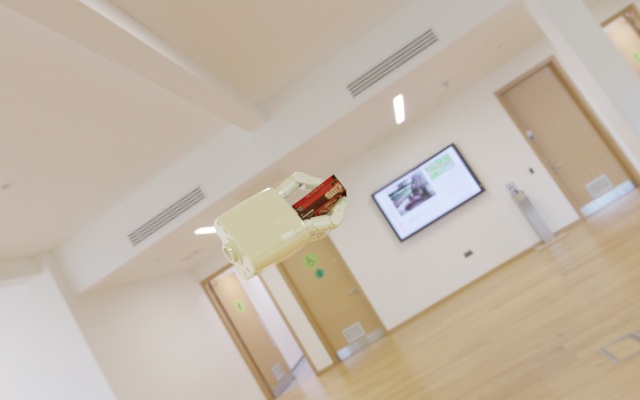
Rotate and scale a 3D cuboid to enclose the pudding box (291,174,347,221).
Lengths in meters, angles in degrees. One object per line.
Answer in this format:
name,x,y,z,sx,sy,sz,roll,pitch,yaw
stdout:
pudding box,0.000,0.003,0.813,0.090,0.039,0.113,-36,-6,0
